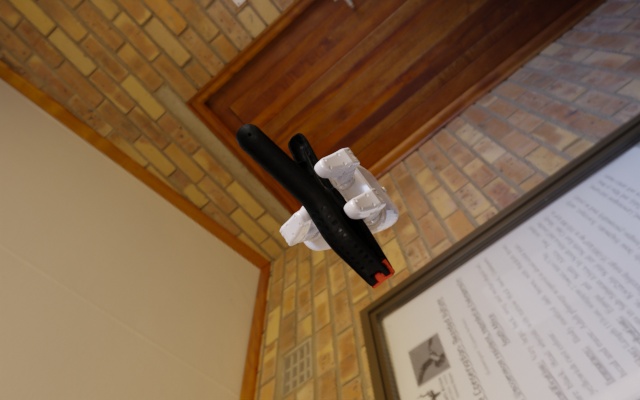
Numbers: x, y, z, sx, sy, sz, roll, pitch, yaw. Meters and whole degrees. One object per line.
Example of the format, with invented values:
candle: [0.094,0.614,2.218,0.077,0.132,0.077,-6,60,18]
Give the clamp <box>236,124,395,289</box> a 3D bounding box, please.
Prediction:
clamp: [0.000,0.003,0.504,0.036,0.210,0.164,-39,-13,16]
